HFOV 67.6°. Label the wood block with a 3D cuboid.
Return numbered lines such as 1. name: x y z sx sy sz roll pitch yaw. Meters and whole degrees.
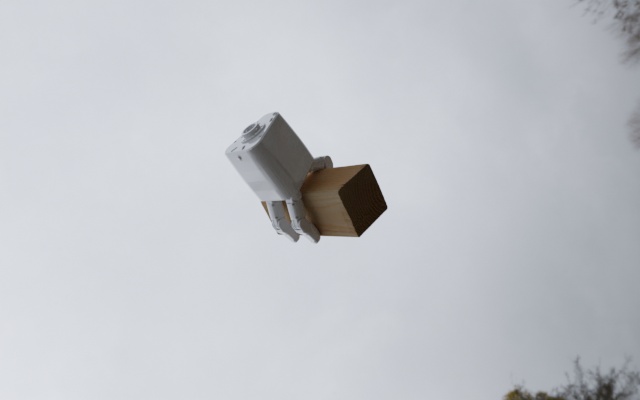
1. wood block: 0.000 0.002 0.833 0.206 0.090 0.090 -2 31 47
